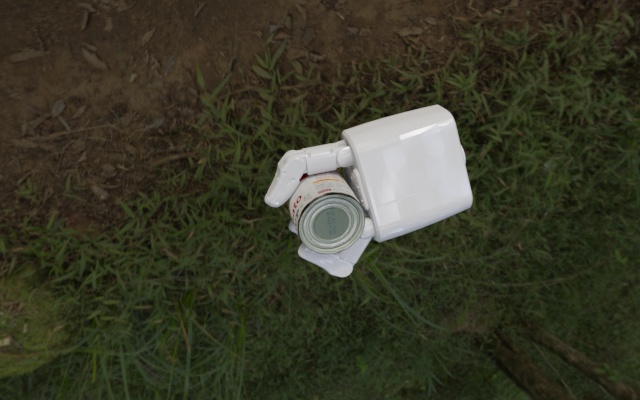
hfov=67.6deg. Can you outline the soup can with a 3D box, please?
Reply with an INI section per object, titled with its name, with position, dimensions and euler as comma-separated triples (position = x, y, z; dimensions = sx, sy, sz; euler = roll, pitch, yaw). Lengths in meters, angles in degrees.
[soup can]
position = 0.000, 0.002, 0.491
dimensions = 0.068, 0.068, 0.102
euler = 0, 26, -15
